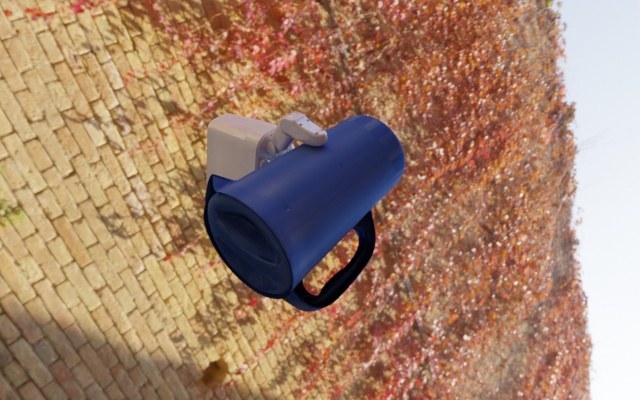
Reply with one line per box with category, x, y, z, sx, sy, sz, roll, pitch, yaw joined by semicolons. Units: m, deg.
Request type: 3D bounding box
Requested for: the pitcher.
pitcher;0.000;0.002;0.564;0.145;0.149;0.242;21;44;35
